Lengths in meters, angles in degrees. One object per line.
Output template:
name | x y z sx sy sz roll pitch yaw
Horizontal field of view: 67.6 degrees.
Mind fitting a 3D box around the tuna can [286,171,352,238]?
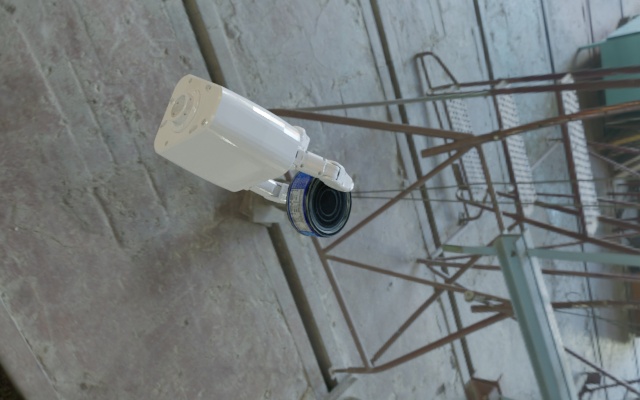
tuna can | 0.001 0.002 0.578 0.034 0.086 0.086 3 2 42
